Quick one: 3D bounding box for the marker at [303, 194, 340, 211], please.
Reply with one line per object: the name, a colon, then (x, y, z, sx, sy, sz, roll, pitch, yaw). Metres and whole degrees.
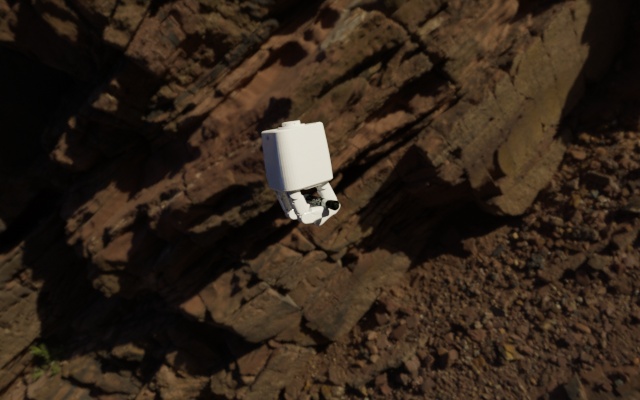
marker: (0.000, 0.003, 0.884, 0.020, 0.020, 0.121, 0, 6, -28)
